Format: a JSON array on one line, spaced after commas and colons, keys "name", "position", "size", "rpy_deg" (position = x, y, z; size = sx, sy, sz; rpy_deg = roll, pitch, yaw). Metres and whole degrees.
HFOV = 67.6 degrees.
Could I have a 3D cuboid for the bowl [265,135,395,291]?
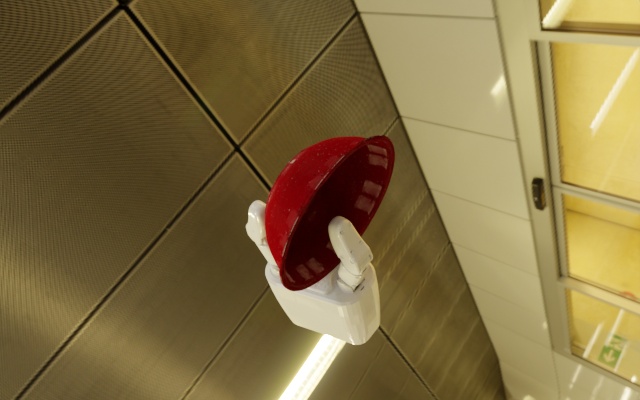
[{"name": "bowl", "position": [0.000, 0.000, 0.437], "size": [0.055, 0.162, 0.162], "rpy_deg": [34, 15, 23]}]
